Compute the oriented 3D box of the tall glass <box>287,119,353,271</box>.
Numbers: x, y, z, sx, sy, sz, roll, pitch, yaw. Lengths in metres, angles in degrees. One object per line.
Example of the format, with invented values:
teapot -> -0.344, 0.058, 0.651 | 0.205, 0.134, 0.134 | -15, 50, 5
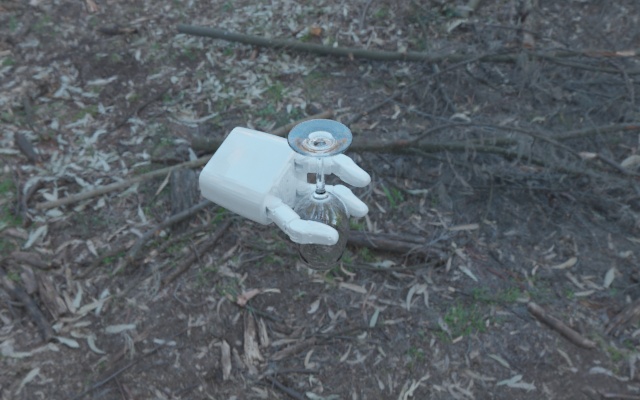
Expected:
tall glass -> 0.000, 0.002, 0.604 | 0.079, 0.201, 0.079 | -1, 42, 1
